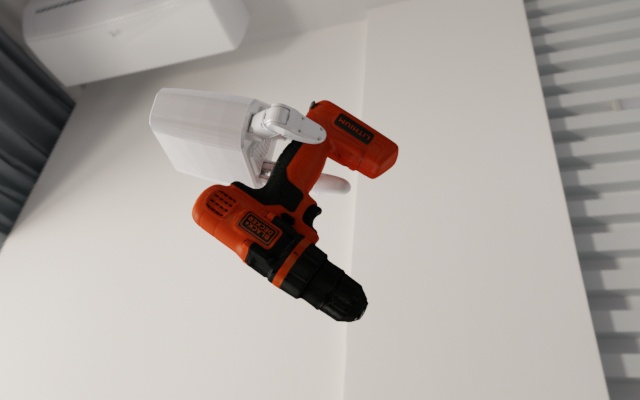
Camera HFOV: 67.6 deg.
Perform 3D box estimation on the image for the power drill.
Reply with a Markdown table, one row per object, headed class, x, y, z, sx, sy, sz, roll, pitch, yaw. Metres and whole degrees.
| class | x | y | z | sx | sy | sz | roll | pitch | yaw |
| --- | --- | --- | --- | --- | --- | --- | --- | --- | --- |
| power drill | 0.000 | 0.001 | 0.466 | 0.184 | 0.187 | 0.057 | 35 | -28 | 6 |
